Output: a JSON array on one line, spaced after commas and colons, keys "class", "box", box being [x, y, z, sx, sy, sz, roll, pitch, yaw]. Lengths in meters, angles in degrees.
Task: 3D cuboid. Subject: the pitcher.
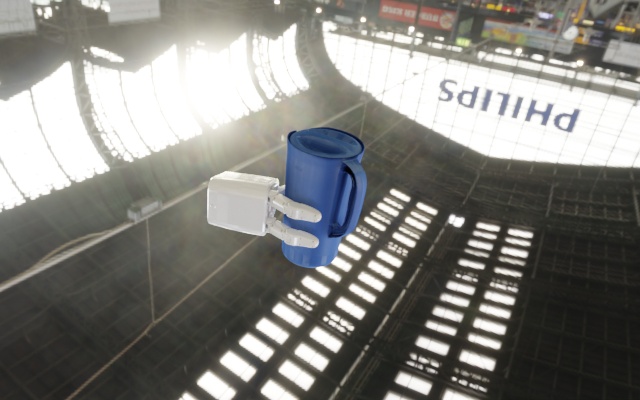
[{"class": "pitcher", "box": [0.000, 0.003, 0.856, 0.145, 0.243, 0.149, 10, 29, 3]}]
